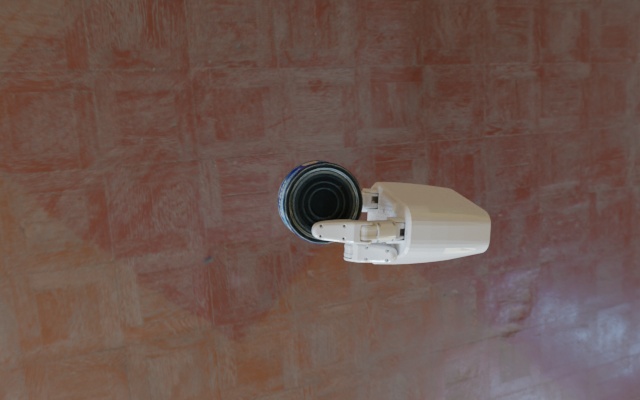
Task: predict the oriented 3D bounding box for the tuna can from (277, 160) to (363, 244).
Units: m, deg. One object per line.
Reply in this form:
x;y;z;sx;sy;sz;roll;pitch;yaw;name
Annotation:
0.000;0.002;0.496;0.086;0.086;0.033;0;7;-15;tuna can
